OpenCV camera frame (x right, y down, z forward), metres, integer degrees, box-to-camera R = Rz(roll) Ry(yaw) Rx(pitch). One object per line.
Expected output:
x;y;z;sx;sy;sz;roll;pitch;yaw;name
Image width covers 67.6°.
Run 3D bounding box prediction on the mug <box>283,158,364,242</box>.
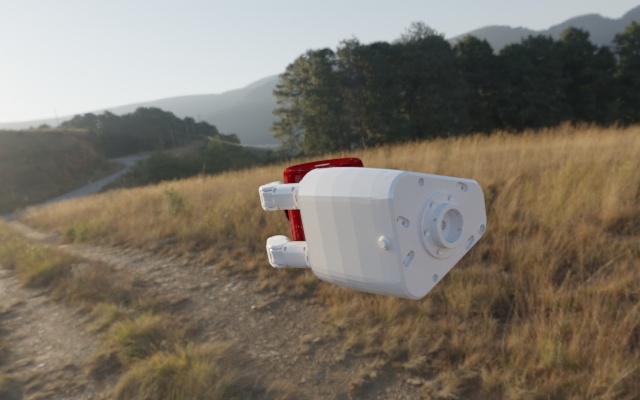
-0.001;0.001;0.495;0.093;0.081;0.117;-15;11;-37;mug
